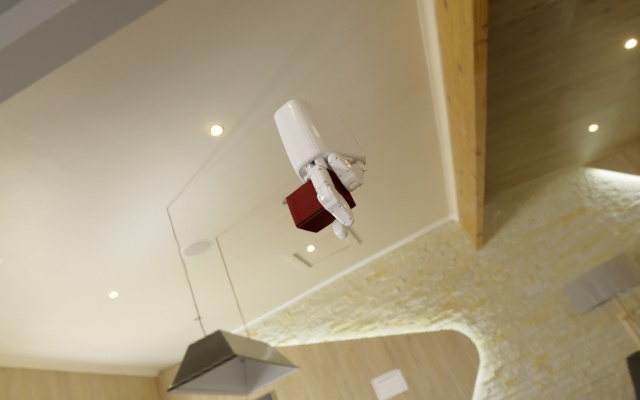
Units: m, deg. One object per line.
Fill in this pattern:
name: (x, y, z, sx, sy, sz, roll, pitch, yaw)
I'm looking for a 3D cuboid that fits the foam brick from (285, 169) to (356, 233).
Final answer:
foam brick: (0.000, 0.002, 0.675, 0.078, 0.051, 0.053, -36, -29, 19)
